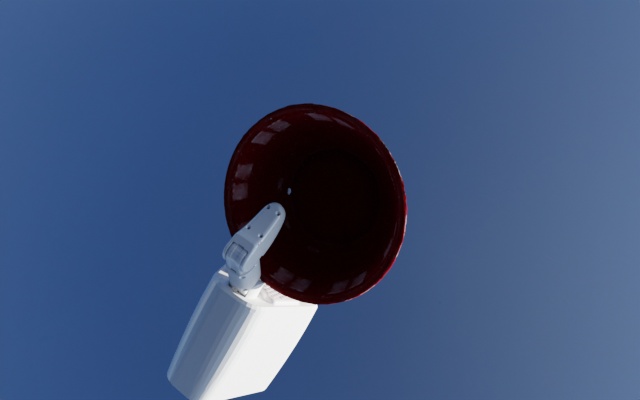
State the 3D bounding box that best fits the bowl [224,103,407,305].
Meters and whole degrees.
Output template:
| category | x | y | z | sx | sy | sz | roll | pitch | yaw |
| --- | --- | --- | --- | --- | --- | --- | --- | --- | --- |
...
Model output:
| category | x | y | z | sx | sy | sz | roll | pitch | yaw |
| --- | --- | --- | --- | --- | --- | --- | --- | --- | --- |
| bowl | 0.001 | 0.000 | 0.401 | 0.162 | 0.162 | 0.055 | 0 | 9 | 26 |
